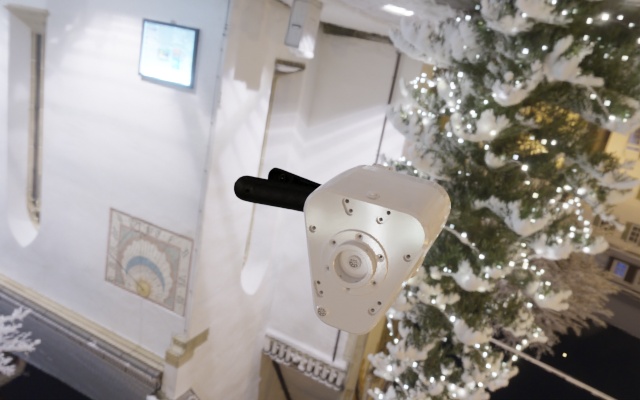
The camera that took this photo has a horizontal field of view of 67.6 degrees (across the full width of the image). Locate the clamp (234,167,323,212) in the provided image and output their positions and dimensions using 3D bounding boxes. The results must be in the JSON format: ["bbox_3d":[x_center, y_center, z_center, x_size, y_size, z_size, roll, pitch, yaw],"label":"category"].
[{"bbox_3d":[0.000,0.002,0.480,0.171,0.039,0.120,16,17,17],"label":"clamp"}]
